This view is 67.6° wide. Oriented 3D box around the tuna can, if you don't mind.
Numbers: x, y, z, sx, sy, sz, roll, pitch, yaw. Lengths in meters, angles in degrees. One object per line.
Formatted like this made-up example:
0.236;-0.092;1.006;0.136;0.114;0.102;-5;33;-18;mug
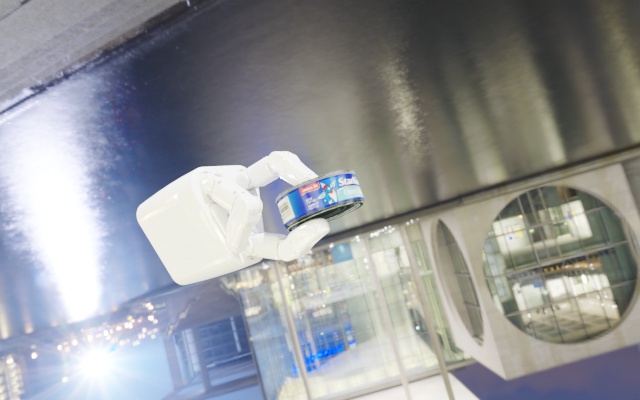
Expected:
0.000;0.002;0.481;0.086;0.033;0.086;-19;-10;-3;tuna can
